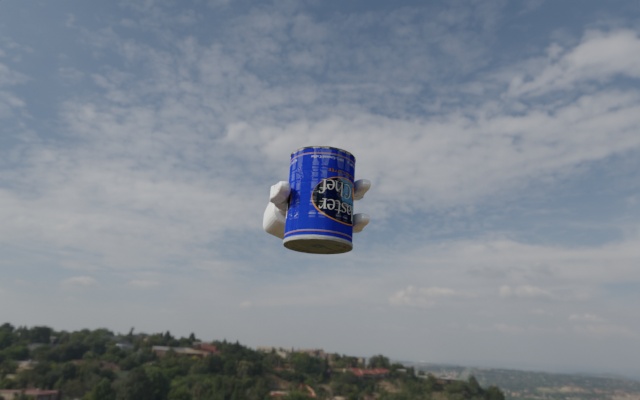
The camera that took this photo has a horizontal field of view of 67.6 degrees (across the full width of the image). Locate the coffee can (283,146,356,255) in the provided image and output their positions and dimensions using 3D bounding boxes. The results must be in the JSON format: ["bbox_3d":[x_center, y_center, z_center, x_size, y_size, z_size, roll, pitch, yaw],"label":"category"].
[{"bbox_3d":[0.000,0.002,0.718,0.103,0.140,0.103,3,-17,1],"label":"coffee can"}]
